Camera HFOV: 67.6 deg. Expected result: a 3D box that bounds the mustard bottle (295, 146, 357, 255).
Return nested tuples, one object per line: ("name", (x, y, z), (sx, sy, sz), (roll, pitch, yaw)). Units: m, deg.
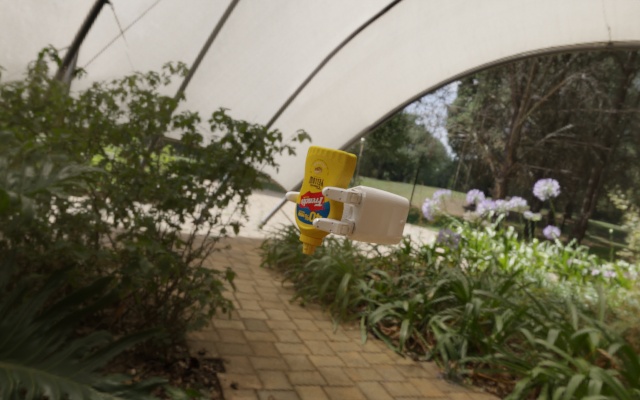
("mustard bottle", (0.000, 0.002, 0.851), (0.096, 0.191, 0.058), (16, 5, 39))
